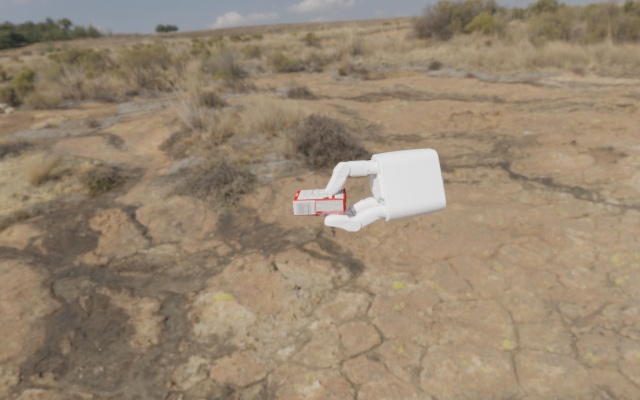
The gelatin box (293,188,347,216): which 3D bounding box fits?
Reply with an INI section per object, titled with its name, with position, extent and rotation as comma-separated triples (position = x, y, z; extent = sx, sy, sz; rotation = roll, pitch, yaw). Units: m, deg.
[gelatin box]
position = 0.000, 0.002, 0.820
extent = 0.089, 0.030, 0.073
rotation = -2, 15, 4
